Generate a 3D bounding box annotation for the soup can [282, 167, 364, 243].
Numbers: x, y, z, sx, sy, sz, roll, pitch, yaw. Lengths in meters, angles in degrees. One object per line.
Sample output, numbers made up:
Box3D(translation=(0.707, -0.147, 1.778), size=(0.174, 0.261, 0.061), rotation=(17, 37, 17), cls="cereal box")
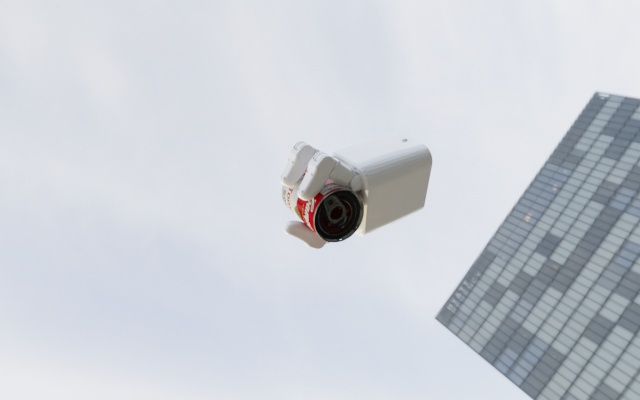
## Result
Box3D(translation=(0.000, 0.002, 0.607), size=(0.068, 0.068, 0.102), rotation=(0, 20, -29), cls="soup can")
